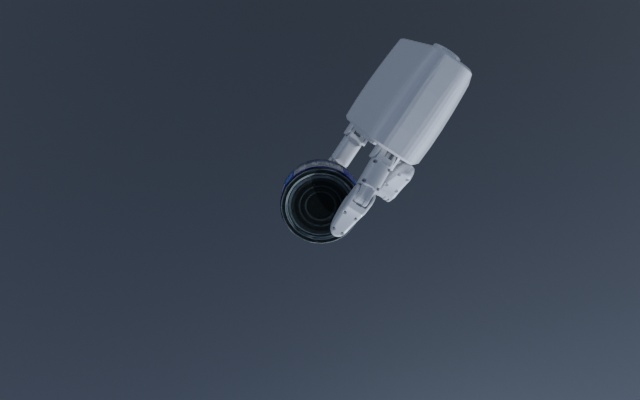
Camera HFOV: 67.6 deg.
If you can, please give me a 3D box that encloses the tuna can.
[{"bbox_3d":[0.000,0.002,0.507,0.086,0.086,0.033,0,19,0],"label":"tuna can"}]
